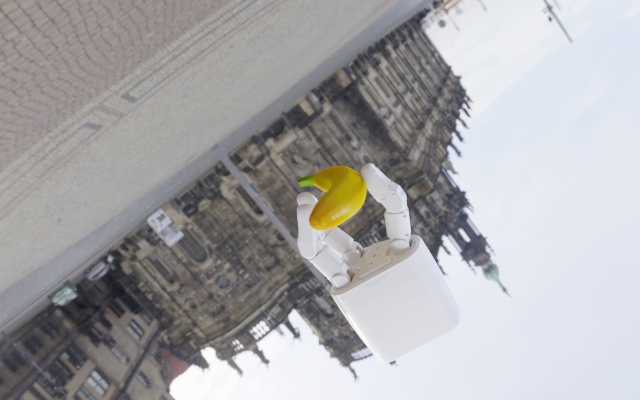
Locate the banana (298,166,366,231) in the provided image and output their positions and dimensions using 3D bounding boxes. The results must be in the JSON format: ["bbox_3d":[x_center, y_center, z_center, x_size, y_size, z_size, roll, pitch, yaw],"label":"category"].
[{"bbox_3d":[0.016,-0.007,0.507,0.069,0.037,0.197,-26,12,1],"label":"banana"}]
